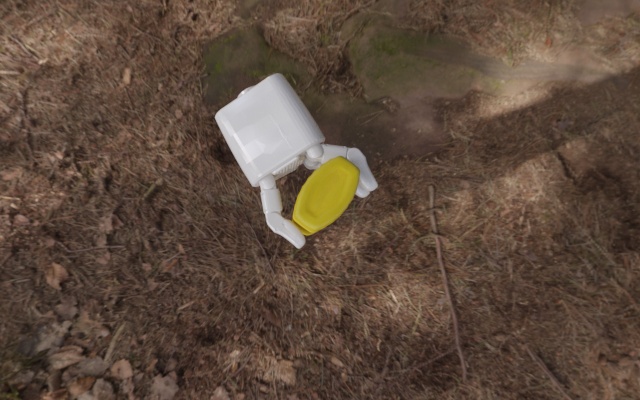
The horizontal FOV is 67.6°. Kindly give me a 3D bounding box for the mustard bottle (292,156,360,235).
[{"bbox_3d":[0.000,0.002,0.648,0.058,0.096,0.191,35,-9,0],"label":"mustard bottle"}]
